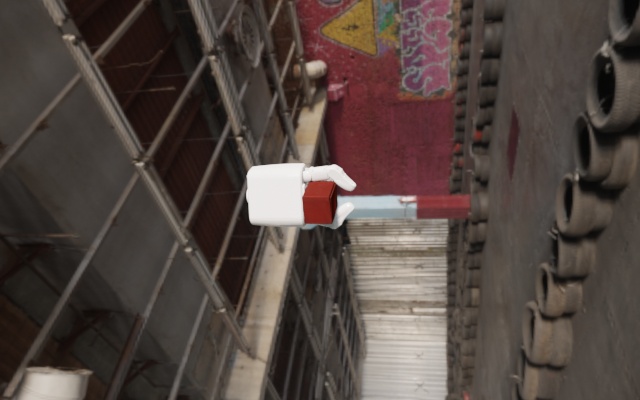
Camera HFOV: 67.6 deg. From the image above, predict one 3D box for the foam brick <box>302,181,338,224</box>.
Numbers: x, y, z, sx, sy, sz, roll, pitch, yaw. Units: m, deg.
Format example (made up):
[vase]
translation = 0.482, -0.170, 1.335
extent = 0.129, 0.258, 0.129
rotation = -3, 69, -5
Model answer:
[foam brick]
translation = 0.000, 0.003, 0.859
extent = 0.051, 0.053, 0.078
rotation = 0, 24, 10
